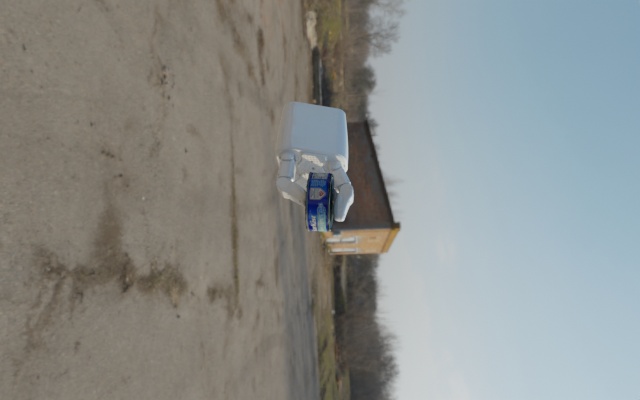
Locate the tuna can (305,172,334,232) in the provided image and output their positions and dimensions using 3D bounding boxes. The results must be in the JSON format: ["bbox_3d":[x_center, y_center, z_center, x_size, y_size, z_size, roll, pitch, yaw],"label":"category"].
[{"bbox_3d":[0.001,0.002,0.688,0.034,0.086,0.086,2,0,6],"label":"tuna can"}]
